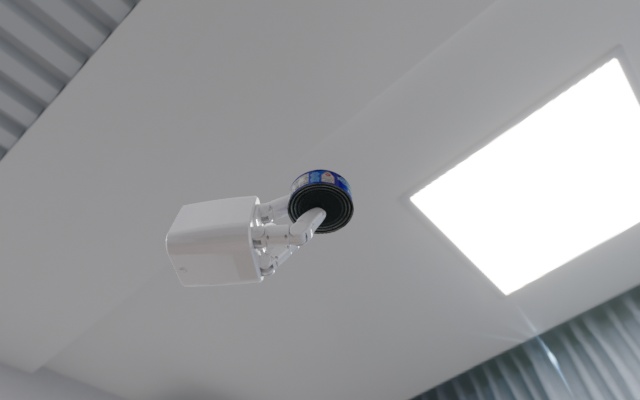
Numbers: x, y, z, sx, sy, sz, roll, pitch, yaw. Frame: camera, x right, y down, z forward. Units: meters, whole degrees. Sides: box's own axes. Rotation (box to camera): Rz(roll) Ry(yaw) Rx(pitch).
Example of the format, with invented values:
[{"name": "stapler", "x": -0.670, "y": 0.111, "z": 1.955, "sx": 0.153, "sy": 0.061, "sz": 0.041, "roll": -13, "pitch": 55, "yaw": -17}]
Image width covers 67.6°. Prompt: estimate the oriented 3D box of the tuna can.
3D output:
[{"name": "tuna can", "x": 0.000, "y": 0.002, "z": 0.627, "sx": 0.086, "sy": 0.086, "sz": 0.033, "roll": 0, "pitch": 40, "yaw": 0}]
